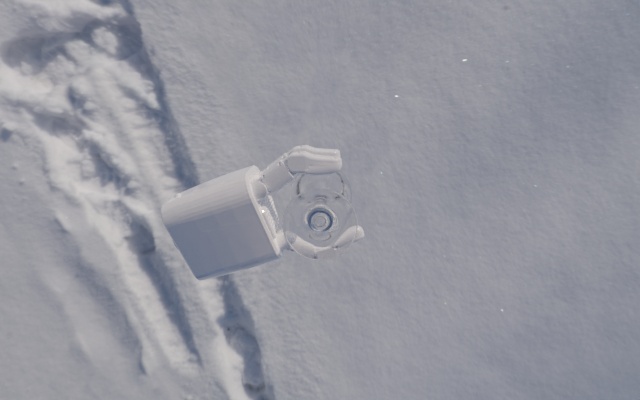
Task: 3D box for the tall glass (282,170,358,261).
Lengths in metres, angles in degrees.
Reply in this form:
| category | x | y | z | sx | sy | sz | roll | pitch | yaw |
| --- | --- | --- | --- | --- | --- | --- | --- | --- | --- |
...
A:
| category | x | y | z | sx | sy | sz | roll | pitch | yaw |
| --- | --- | --- | --- | --- | --- | --- | --- | --- | --- |
| tall glass | 0.000 | 0.002 | 0.562 | 0.079 | 0.079 | 0.201 | 0 | 13 | 1 |
